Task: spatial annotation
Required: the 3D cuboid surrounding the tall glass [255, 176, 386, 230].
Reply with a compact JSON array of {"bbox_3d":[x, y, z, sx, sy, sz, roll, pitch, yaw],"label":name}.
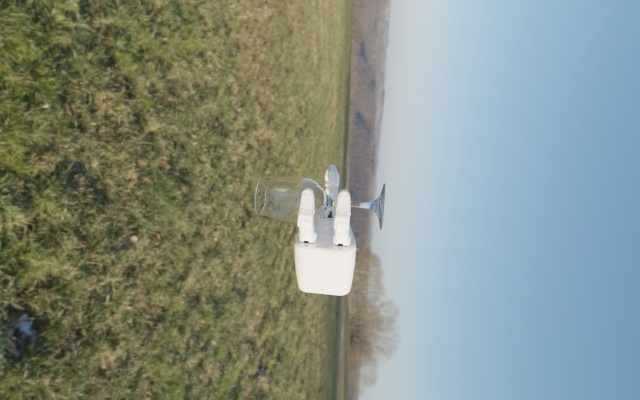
[{"bbox_3d":[0.001,0.002,0.762,0.201,0.079,0.079,5,0,6],"label":"tall glass"}]
